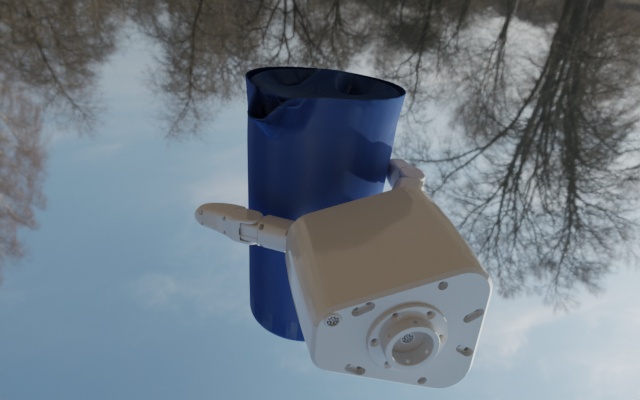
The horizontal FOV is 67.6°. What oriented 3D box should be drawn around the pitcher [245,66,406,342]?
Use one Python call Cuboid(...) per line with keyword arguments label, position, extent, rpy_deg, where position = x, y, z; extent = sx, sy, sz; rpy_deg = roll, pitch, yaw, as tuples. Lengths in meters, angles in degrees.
Cuboid(label="pitcher", position=(0.000, 0.002, 0.450), extent=(0.149, 0.243, 0.145), rpy_deg=(1, 25, -11))
